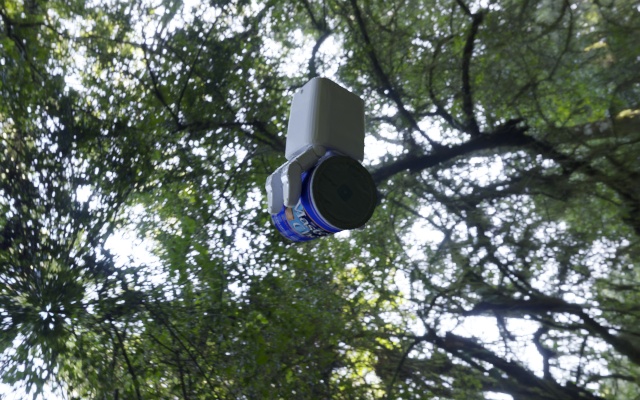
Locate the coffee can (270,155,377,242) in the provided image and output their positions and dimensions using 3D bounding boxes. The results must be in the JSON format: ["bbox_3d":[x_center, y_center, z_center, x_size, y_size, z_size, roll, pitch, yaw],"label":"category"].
[{"bbox_3d":[0.000,0.002,0.697,0.103,0.103,0.140,0,-11,-30],"label":"coffee can"}]
